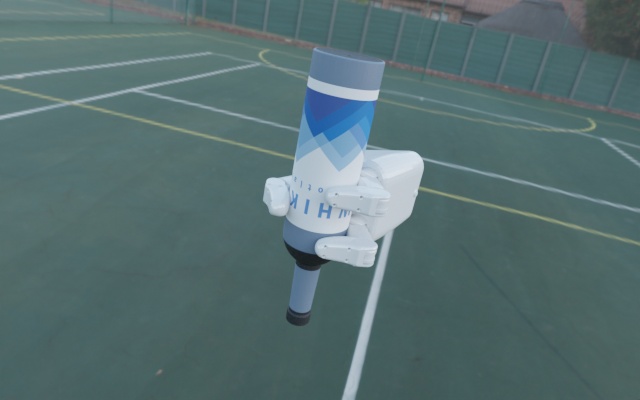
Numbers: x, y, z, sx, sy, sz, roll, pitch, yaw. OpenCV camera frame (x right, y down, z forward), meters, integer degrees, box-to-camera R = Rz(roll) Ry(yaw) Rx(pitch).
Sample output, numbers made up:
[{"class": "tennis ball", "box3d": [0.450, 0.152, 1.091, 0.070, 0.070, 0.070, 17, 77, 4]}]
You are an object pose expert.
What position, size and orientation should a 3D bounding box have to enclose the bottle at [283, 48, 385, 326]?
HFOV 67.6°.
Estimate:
[{"class": "bottle", "box3d": [0.000, 0.001, 0.489, 0.069, 0.296, 0.069, 9, 23, -4]}]
